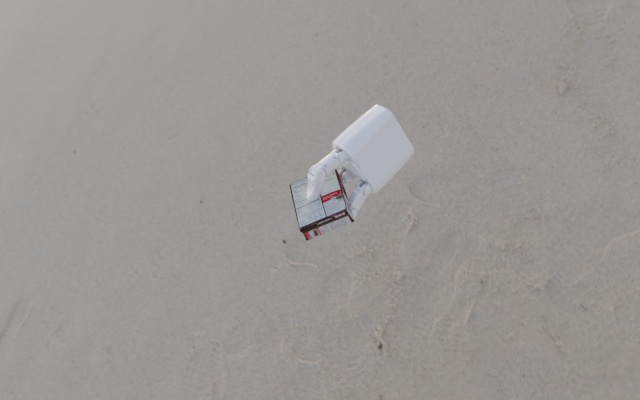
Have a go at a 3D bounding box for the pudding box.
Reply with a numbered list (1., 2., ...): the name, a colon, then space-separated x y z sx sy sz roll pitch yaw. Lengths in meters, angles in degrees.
1. pudding box: 0.000 0.003 0.820 0.090 0.113 0.039 -23 -45 9
